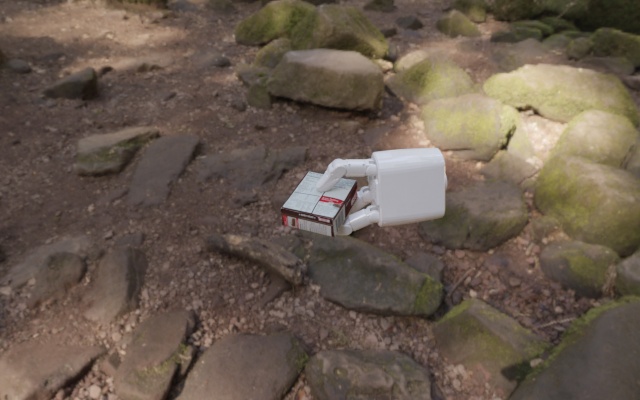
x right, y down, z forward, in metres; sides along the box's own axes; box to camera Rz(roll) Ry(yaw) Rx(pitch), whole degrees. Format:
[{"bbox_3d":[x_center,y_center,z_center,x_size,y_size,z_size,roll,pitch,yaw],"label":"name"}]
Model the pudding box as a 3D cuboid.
[{"bbox_3d":[0.000,0.002,0.758,0.090,0.039,0.113,11,37,19],"label":"pudding box"}]
